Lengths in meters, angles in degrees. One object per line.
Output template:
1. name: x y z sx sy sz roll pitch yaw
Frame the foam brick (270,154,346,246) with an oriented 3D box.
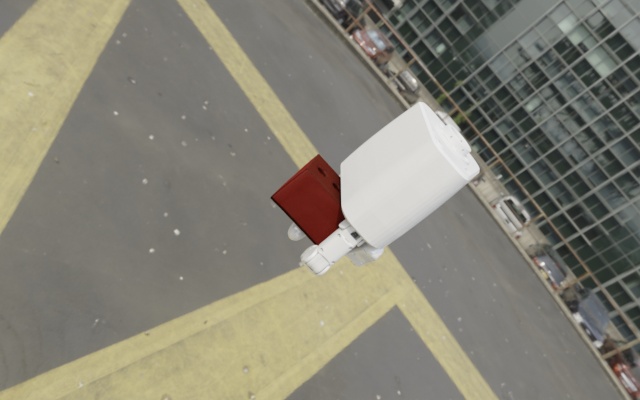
1. foam brick: 0.000 0.001 0.483 0.051 0.078 0.053 -40 8 25
